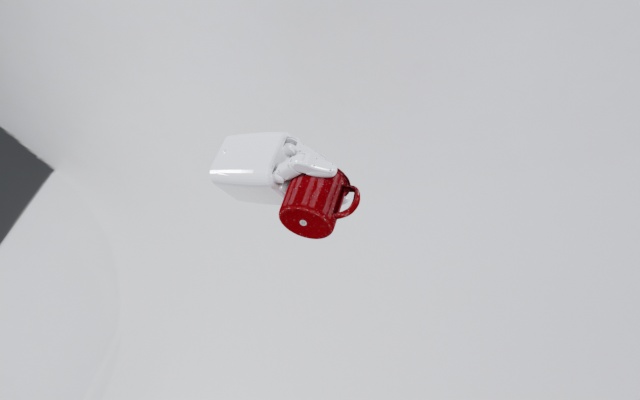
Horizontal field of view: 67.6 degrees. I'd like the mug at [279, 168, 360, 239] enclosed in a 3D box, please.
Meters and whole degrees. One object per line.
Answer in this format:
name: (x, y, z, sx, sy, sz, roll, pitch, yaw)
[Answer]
mug: (0.001, 0.002, 0.681, 0.117, 0.081, 0.093, 2, -37, 24)
